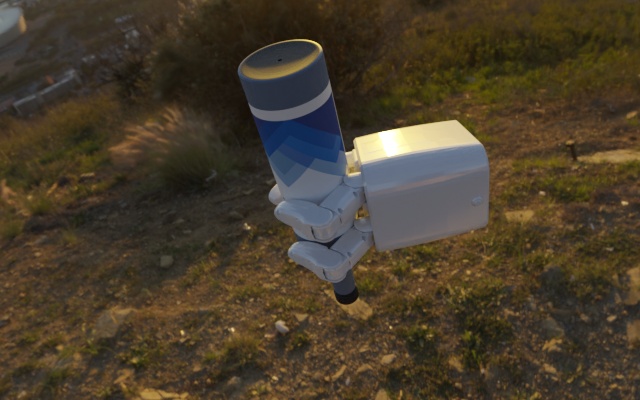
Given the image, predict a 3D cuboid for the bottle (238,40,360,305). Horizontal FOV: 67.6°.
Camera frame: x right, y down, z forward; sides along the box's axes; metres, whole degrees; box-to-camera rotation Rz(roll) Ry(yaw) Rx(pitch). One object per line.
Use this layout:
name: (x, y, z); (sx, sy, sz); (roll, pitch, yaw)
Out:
bottle: (0.000, 0.001, 0.455); (0.069, 0.296, 0.069); (-9, 41, 8)
